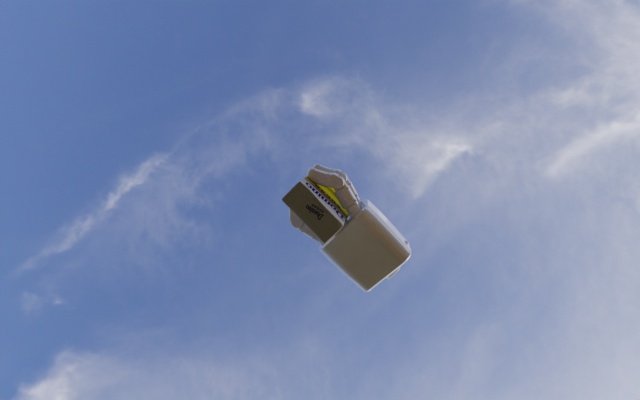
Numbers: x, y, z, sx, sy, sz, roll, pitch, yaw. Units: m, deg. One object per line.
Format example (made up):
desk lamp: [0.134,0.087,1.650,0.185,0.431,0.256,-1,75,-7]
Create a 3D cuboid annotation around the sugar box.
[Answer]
sugar box: [0.001,0.002,0.767,0.048,0.093,0.176,-44,2,10]
